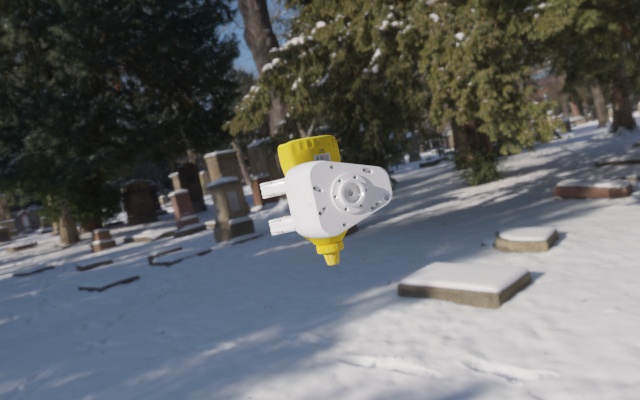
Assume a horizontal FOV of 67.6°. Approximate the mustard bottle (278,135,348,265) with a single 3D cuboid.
[{"bbox_3d":[0.000,0.002,0.716,0.096,0.191,0.058,-14,2,-42],"label":"mustard bottle"}]
